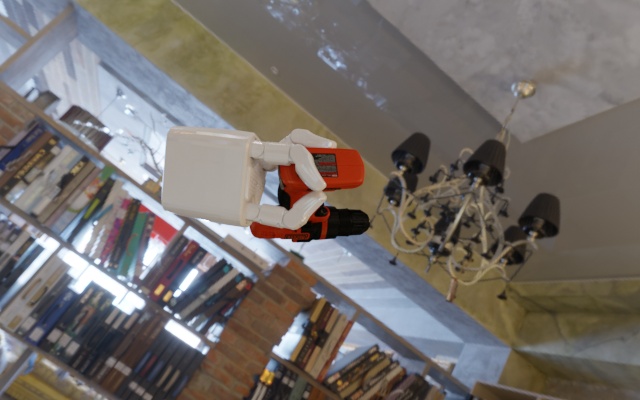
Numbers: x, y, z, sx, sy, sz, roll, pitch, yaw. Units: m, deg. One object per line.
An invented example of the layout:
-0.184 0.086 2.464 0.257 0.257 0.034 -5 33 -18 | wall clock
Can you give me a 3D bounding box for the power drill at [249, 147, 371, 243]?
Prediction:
0.000 0.002 0.658 0.184 0.057 0.188 -1 -30 -14 | power drill
